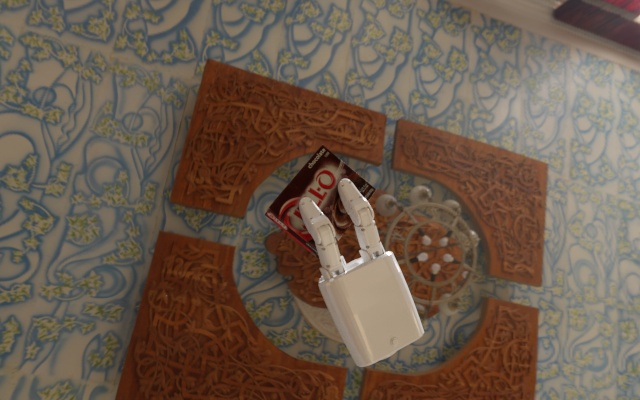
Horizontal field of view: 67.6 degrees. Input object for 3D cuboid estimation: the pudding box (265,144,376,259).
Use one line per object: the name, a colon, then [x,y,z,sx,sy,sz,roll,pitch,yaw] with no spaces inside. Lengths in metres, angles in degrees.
pudding box: [0.000,0.002,0.592,0.090,0.113,0.039,40,-21,-3]
